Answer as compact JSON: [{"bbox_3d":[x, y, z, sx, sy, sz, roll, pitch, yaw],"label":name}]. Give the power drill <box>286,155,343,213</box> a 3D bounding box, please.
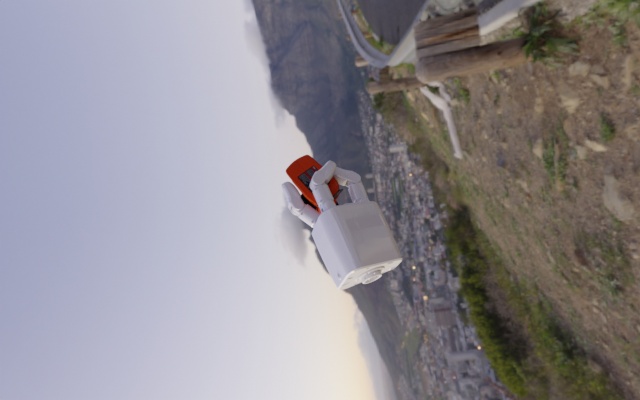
[{"bbox_3d":[0.000,0.003,0.873,0.184,0.057,0.188,44,-11,36],"label":"power drill"}]
